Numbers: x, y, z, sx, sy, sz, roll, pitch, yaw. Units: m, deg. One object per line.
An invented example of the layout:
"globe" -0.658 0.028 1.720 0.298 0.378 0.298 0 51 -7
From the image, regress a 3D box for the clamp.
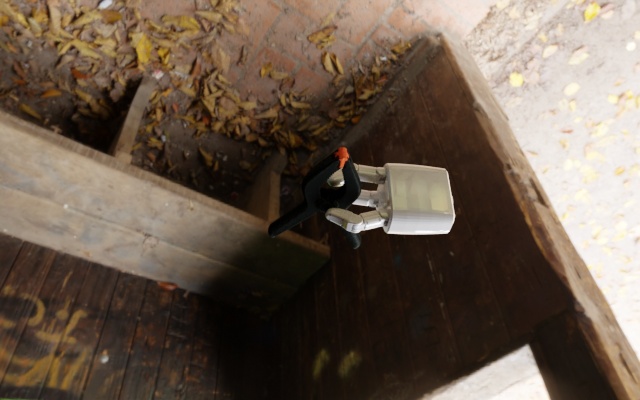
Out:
"clamp" 0.000 0.003 0.772 0.164 0.210 0.036 3 45 -6
